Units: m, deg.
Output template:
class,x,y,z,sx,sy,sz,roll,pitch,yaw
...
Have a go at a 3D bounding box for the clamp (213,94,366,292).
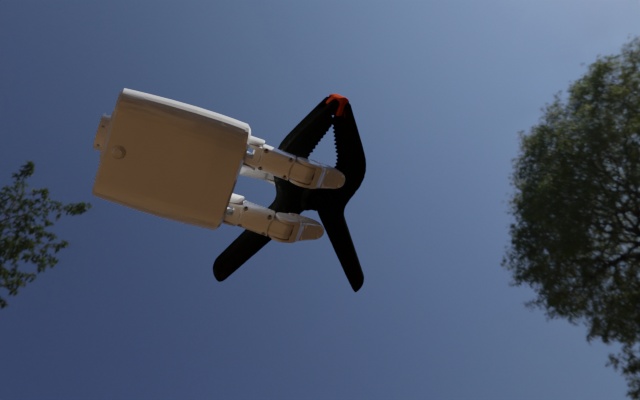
class,x,y,z,sx,sy,sz,roll,pitch,yaw
clamp,0.000,0.001,0.482,0.164,0.210,0.036,16,14,-25
